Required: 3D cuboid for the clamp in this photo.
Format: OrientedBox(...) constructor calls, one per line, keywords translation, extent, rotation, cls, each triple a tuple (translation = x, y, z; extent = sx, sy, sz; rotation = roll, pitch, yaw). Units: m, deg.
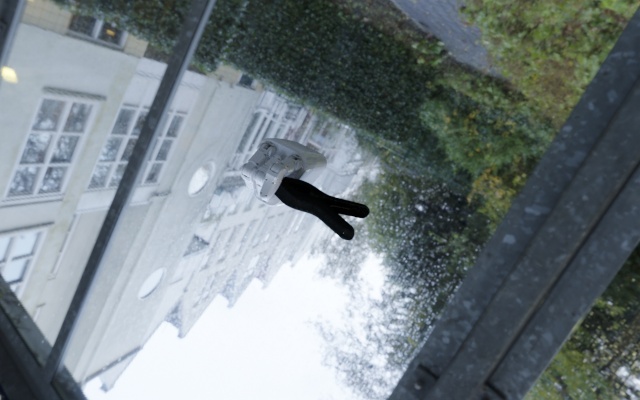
OrientedBox(translation=(0.000, 0.003, 0.778), extent=(0.171, 0.039, 0.120), rotation=(31, 19, 16), cls="clamp")
